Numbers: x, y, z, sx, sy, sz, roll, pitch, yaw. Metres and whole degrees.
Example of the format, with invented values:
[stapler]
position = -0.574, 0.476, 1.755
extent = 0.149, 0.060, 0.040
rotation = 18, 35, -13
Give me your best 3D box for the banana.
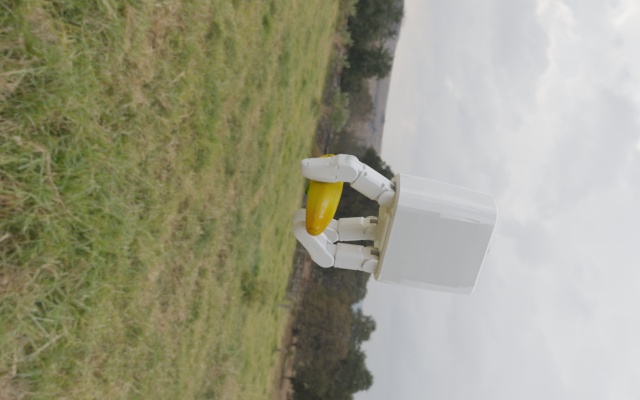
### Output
[banana]
position = 0.005, -0.017, 0.549
extent = 0.037, 0.069, 0.197
rotation = 15, 12, -4
